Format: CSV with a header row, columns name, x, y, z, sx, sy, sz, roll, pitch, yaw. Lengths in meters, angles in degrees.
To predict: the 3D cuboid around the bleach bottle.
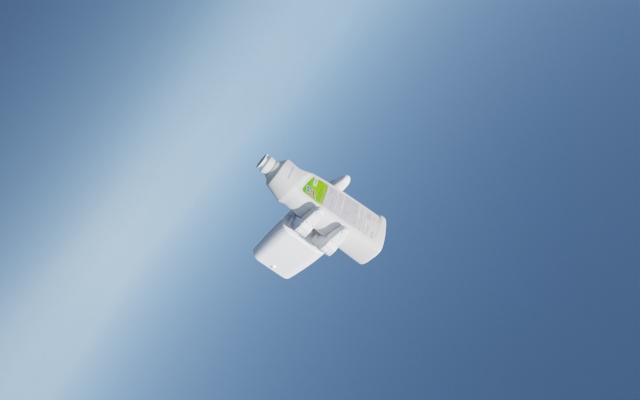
name,x,y,z,sx,sy,sz,roll,pitch,yaw
bleach bottle,0.000,0.003,0.825,0.251,0.102,0.068,37,-55,-16
